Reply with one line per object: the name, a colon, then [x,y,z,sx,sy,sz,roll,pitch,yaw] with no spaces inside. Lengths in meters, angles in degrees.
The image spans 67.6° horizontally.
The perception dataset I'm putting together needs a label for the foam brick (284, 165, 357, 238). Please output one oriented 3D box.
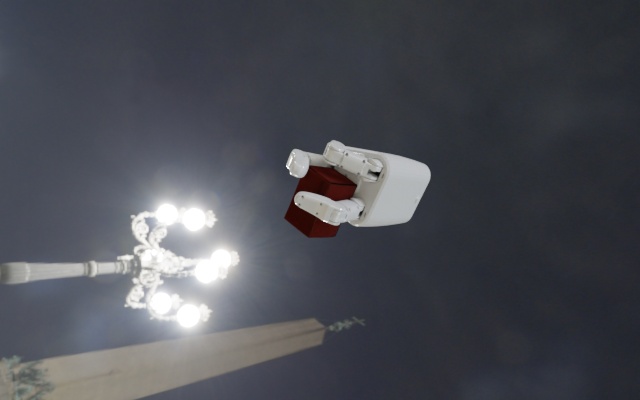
foam brick: [0.000,0.002,0.603,0.051,0.078,0.053,3,27,-47]
